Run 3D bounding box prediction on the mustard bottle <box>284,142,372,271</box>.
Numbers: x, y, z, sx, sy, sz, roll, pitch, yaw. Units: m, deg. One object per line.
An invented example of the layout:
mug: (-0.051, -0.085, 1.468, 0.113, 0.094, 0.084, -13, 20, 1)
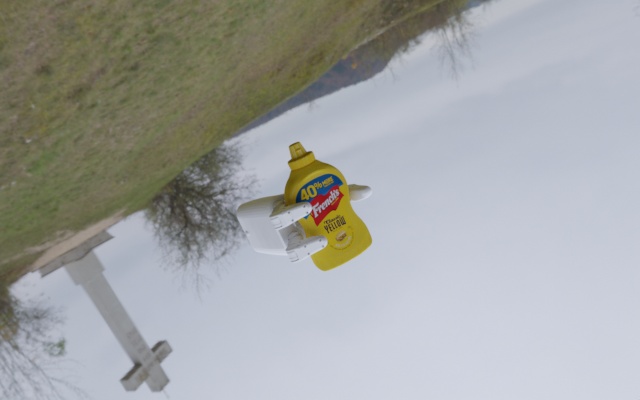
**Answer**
mustard bottle: (0.000, 0.003, 0.712, 0.096, 0.192, 0.058, -28, 14, -12)
